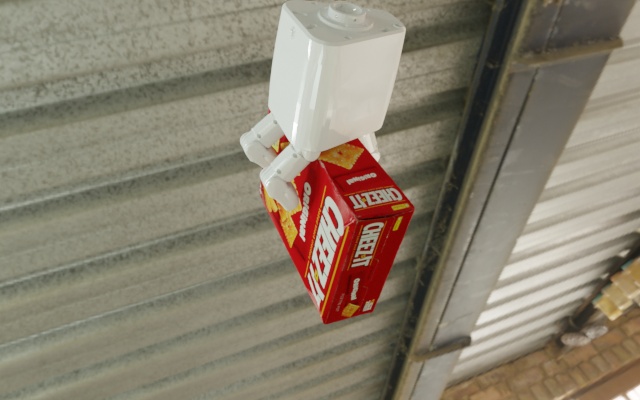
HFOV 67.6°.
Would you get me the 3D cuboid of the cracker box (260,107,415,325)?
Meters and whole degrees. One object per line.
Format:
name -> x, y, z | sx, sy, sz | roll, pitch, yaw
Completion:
cracker box -> 0.000, 0.002, 0.534 | 0.072, 0.164, 0.213 | -10, 46, -23
